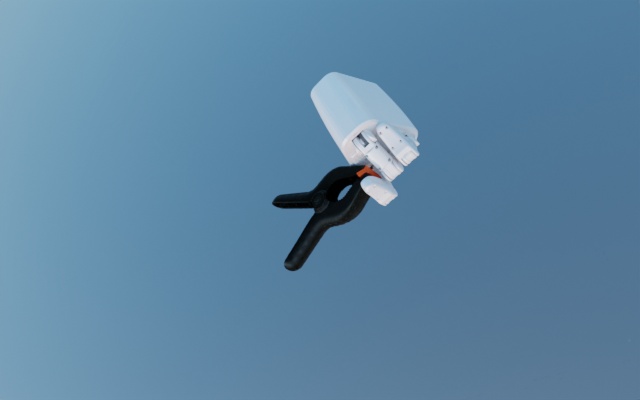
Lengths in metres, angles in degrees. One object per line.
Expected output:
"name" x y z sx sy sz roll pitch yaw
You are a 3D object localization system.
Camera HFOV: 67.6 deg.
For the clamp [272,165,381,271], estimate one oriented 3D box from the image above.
"clamp" 0.000 0.002 0.636 0.171 0.120 0.039 -40 -36 17
